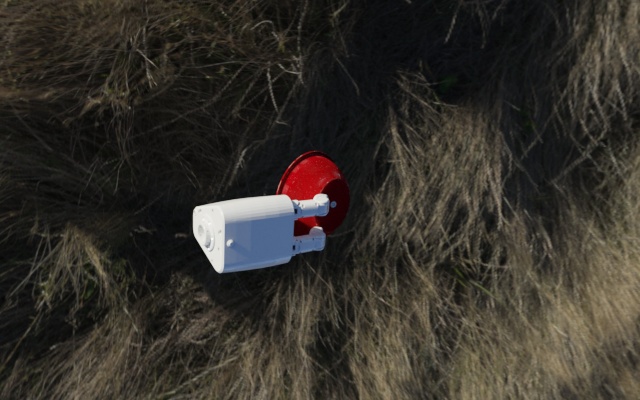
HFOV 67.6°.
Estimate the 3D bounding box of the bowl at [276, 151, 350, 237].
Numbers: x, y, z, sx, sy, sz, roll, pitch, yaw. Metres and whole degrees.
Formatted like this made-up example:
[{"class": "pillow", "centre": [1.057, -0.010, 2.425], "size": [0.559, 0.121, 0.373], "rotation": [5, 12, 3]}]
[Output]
[{"class": "bowl", "centre": [0.001, 0.002, 0.790], "size": [0.055, 0.162, 0.162], "rotation": [17, 11, 38]}]
